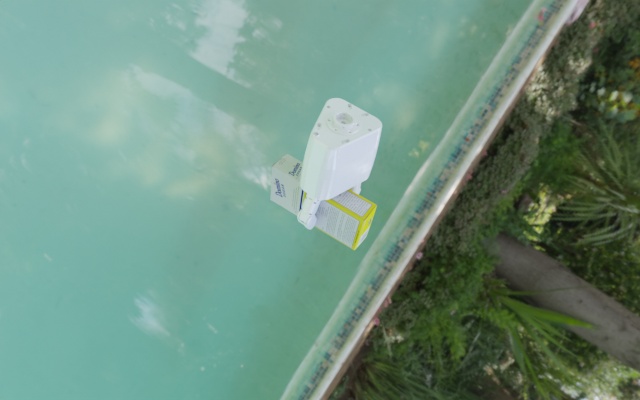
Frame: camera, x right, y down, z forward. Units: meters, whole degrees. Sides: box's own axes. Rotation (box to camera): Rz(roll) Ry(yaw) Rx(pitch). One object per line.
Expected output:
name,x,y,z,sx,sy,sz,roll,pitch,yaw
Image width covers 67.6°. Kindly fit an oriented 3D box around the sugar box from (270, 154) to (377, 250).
sugar box,0.001,0.002,0.786,0.176,0.093,0.048,33,55,16
